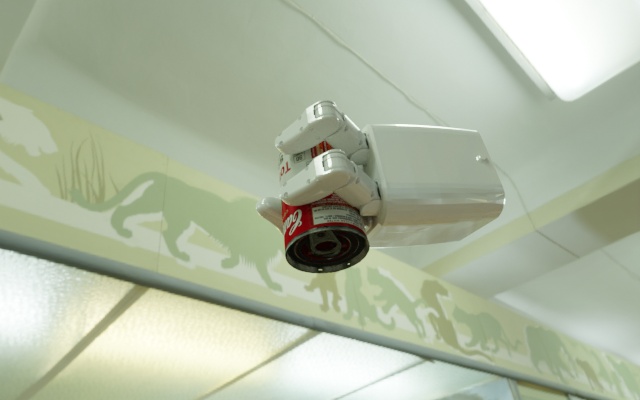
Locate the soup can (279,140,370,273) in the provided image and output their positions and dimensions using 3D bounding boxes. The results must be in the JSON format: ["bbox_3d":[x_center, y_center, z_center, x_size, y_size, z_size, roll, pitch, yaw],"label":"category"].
[{"bbox_3d":[0.000,0.001,0.409,0.068,0.102,0.069,-5,-36,-4],"label":"soup can"}]
